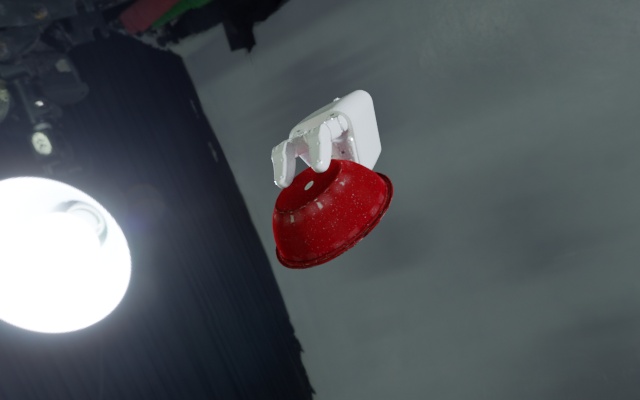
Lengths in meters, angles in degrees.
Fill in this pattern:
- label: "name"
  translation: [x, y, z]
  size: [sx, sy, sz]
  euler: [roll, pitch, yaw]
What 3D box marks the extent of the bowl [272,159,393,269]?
- label: "bowl"
  translation: [0.000, 0.002, 0.549]
  size: [0.162, 0.055, 0.162]
  euler: [-29, 26, 16]
